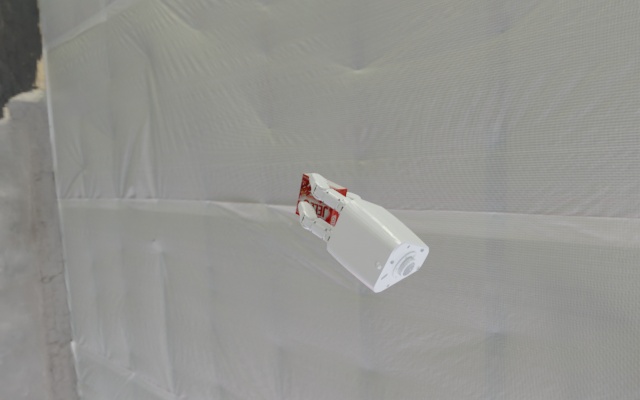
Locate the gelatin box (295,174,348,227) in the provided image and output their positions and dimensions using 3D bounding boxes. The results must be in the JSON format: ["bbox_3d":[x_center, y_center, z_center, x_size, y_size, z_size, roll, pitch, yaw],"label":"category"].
[{"bbox_3d":[0.000,0.002,0.788,0.030,0.073,0.089,-3,22,-41],"label":"gelatin box"}]
